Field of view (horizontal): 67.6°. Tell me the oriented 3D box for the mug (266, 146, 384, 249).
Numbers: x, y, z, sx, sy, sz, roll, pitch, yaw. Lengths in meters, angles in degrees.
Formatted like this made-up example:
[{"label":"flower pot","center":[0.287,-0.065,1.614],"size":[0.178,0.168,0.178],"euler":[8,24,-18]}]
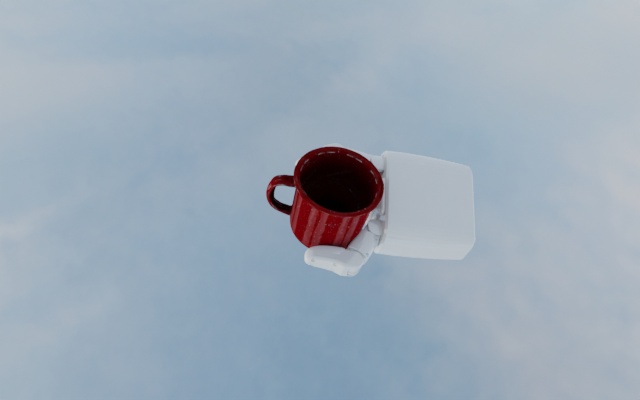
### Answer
[{"label":"mug","center":[-0.001,0.002,0.509],"size":[0.117,0.093,0.082],"euler":[8,-39,-7]}]
